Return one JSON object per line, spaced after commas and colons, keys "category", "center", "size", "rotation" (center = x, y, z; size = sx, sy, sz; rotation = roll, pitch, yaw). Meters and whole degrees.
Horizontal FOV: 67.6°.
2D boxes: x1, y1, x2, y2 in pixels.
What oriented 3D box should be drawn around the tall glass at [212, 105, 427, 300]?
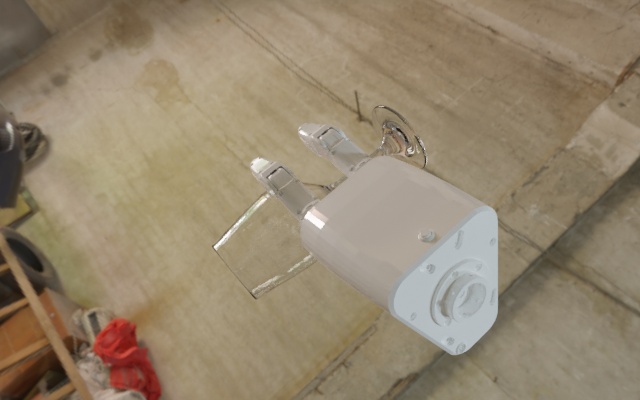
{"category": "tall glass", "center": [0.001, 0.001, 0.436], "size": [0.201, 0.079, 0.079], "rotation": [-39, 10, -12]}
